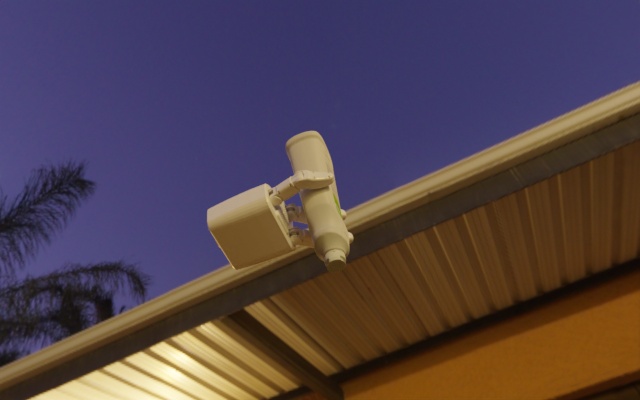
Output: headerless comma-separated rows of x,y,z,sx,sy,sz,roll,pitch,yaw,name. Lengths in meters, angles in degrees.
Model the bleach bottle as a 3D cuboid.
0.000,0.003,0.759,0.068,0.250,0.103,-21,-46,8,bleach bottle
